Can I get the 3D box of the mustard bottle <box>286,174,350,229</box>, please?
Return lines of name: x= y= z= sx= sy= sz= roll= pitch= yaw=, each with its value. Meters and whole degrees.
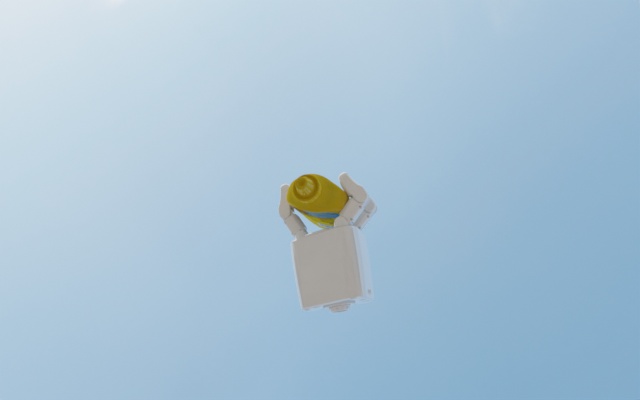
mustard bottle: x=0.000 y=0.002 z=0.743 sx=0.096 sy=0.058 sz=0.192 roll=11 pitch=-12 yaw=20
